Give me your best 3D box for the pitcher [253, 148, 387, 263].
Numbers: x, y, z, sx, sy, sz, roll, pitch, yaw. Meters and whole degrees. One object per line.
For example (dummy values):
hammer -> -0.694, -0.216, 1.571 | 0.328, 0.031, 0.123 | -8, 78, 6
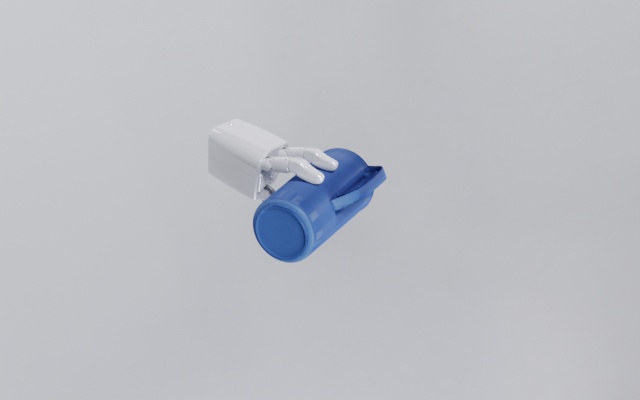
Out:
pitcher -> 0.000, 0.003, 0.808 | 0.145, 0.149, 0.242 | 31, 32, 12
